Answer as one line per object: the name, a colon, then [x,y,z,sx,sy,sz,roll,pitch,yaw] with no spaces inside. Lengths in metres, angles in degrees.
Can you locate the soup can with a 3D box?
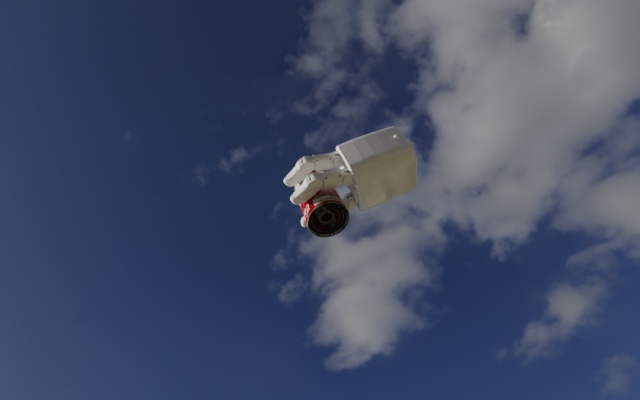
soup can: [0.000,0.003,0.779,0.068,0.068,0.102,0,34,-18]
